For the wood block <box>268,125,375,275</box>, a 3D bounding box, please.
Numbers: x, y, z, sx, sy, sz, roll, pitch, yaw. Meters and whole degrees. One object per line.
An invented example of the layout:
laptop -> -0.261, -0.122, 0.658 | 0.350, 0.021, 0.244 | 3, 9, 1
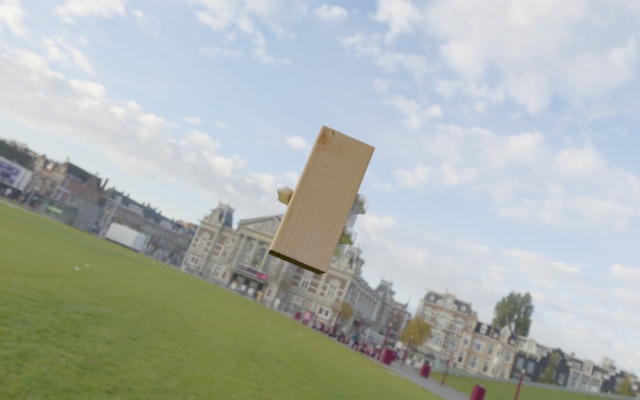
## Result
wood block -> 0.000, 0.002, 0.748 | 0.091, 0.206, 0.090 | 23, -13, -4
